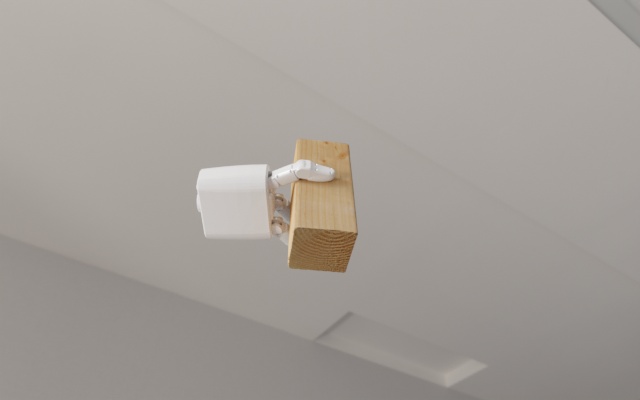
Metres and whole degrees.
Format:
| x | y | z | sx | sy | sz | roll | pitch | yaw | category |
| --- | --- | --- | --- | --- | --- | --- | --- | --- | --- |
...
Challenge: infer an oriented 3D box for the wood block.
| x | y | z | sx | sy | sz | roll | pitch | yaw | category |
| --- | --- | --- | --- | --- | --- | --- | --- | --- | --- |
| 0.000 | 0.002 | 0.751 | 0.090 | 0.091 | 0.206 | 6 | 43 | -7 | wood block |
